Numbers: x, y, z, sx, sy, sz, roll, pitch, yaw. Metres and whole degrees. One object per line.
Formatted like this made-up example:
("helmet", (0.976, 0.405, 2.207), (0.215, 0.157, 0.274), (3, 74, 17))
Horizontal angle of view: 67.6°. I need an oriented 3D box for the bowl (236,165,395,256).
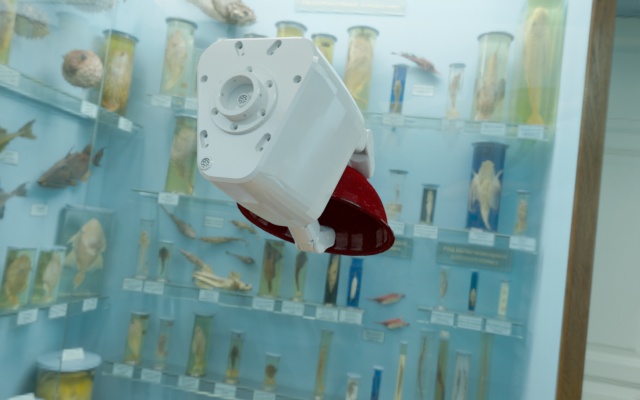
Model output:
("bowl", (0.000, 0.002, 0.486), (0.162, 0.055, 0.162), (13, -24, 6))
